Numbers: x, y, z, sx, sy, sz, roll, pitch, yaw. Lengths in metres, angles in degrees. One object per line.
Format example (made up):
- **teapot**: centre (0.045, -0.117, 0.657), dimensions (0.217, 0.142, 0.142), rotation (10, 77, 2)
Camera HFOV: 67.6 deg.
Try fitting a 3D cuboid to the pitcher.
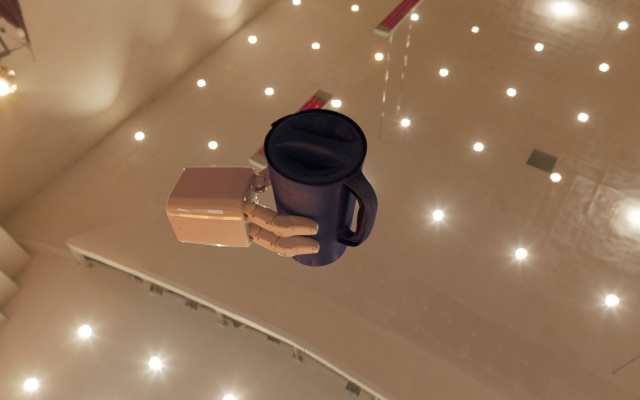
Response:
- **pitcher**: centre (0.000, 0.002, 0.697), dimensions (0.145, 0.149, 0.243), rotation (0, -36, 0)
